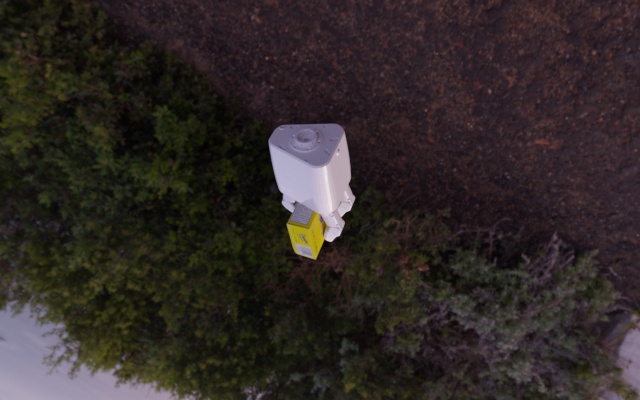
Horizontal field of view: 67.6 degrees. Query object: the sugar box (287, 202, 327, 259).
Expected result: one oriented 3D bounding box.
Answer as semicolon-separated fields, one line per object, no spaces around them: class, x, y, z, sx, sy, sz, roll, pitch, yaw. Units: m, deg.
sugar box;0.001;0.003;0.825;0.048;0.176;0.093;15;-34;18
